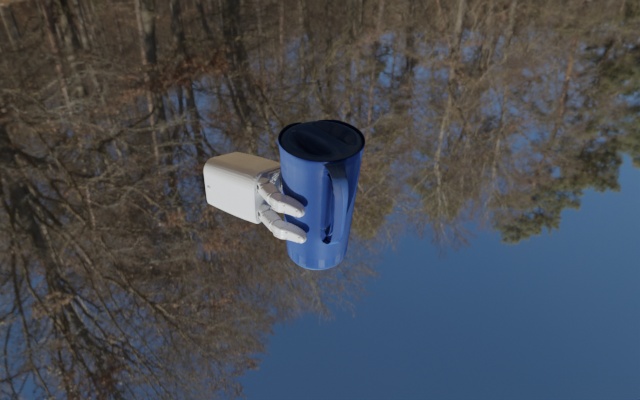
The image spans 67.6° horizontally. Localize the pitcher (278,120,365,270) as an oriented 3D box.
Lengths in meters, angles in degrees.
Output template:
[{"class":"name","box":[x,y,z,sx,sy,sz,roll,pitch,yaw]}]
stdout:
[{"class":"pitcher","box":[0.000,0.002,0.786,0.145,0.243,0.149,18,40,21]}]
